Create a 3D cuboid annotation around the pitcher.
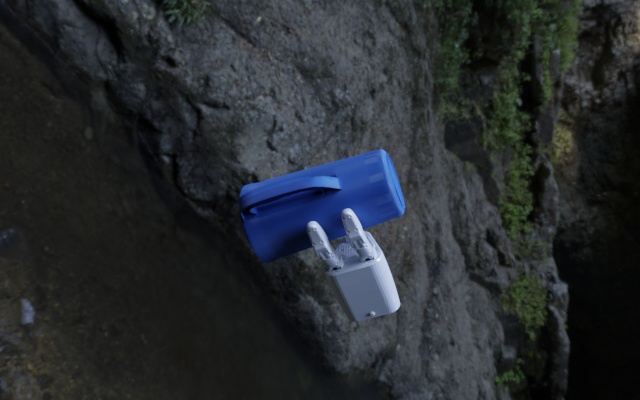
[{"bbox_3d":[0.000,0.003,0.749,0.243,0.145,0.149,-18,22,14],"label":"pitcher"}]
